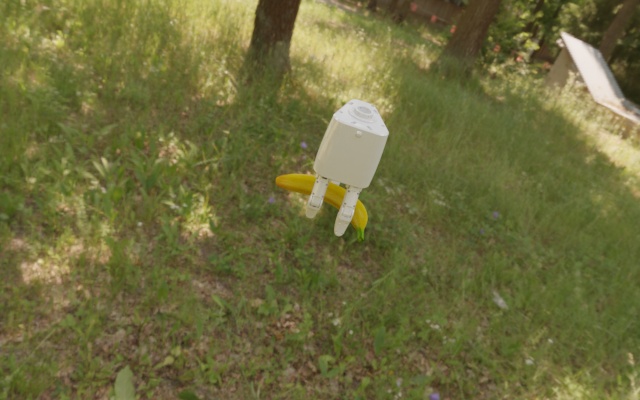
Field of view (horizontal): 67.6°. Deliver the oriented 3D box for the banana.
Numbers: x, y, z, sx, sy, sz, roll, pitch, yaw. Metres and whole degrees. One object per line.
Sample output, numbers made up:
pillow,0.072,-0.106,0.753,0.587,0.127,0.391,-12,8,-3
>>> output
banana,0.013,-0.005,0.874,0.198,0.037,0.069,33,46,14
